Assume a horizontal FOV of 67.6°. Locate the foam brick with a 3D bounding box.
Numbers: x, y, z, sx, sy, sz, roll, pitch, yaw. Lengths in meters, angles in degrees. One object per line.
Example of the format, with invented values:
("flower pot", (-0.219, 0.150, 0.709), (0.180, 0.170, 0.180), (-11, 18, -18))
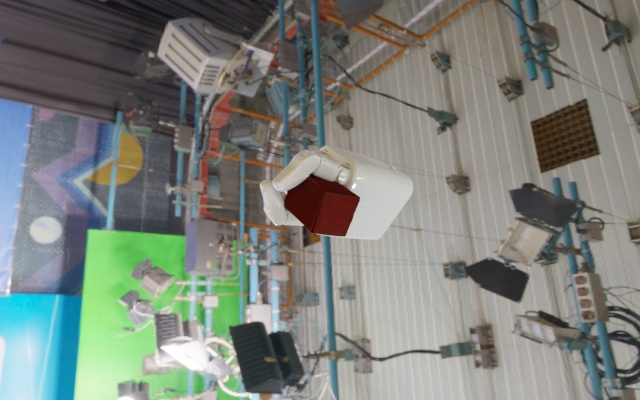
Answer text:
("foam brick", (0.000, 0.002, 0.564), (0.051, 0.053, 0.078), (11, 17, -34))
